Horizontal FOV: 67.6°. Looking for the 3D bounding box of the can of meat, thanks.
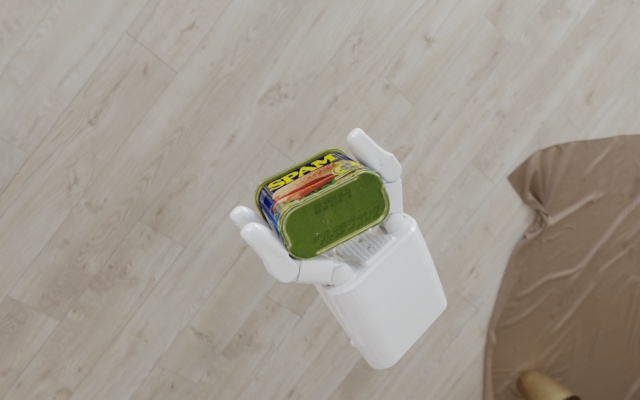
[{"bbox_3d":[0.000,0.001,0.425,0.102,0.057,0.084,-27,24,-10],"label":"can of meat"}]
